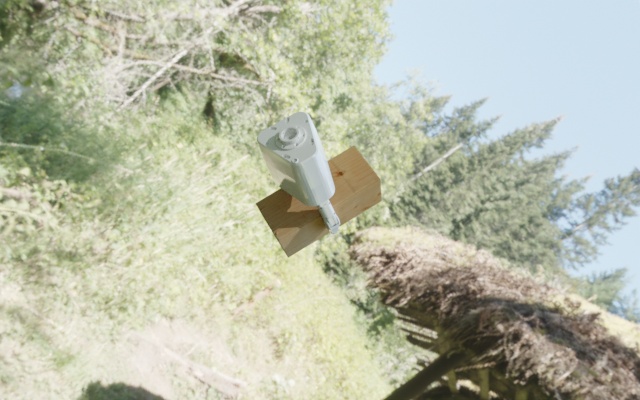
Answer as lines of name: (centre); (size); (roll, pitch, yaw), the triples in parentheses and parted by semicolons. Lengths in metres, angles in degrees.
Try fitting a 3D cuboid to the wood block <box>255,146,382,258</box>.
wood block: (0.000, 0.003, 0.868); (0.206, 0.090, 0.090); (-31, -26, -7)
